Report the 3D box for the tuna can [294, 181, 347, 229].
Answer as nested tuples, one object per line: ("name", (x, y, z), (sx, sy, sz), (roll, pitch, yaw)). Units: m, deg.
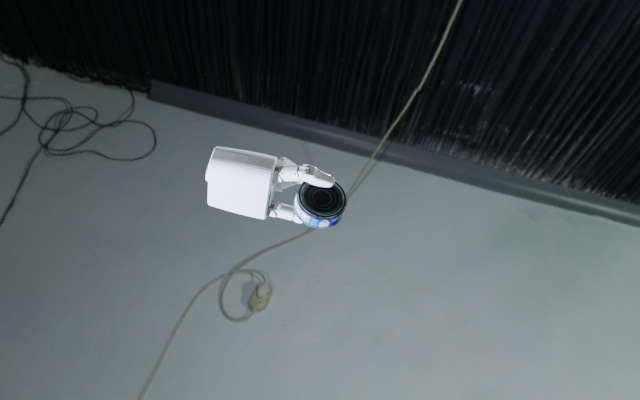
("tuna can", (0.000, 0.002, 0.792), (0.086, 0.086, 0.034), (0, -33, -13))
